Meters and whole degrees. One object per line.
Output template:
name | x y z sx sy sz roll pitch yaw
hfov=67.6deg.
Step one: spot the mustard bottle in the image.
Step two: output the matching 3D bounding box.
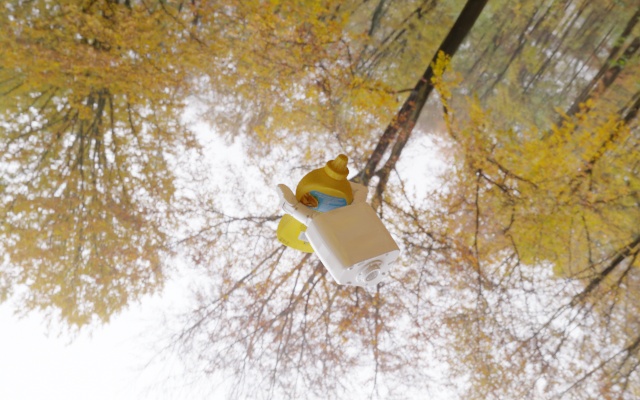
mustard bottle | 0.000 0.003 0.805 0.096 0.192 0.058 15 36 -17
